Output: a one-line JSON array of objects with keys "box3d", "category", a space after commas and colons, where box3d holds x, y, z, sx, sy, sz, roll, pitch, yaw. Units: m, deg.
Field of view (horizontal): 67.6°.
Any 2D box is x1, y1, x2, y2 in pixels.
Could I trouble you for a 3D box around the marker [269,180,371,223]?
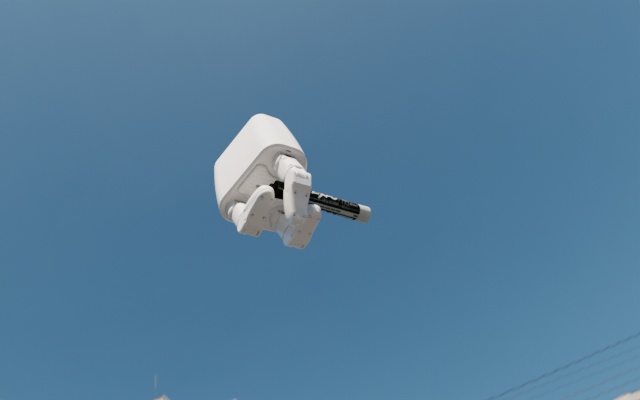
[{"box3d": [0.000, 0.002, 0.512, 0.121, 0.020, 0.020, 16, -7, -26], "category": "marker"}]
